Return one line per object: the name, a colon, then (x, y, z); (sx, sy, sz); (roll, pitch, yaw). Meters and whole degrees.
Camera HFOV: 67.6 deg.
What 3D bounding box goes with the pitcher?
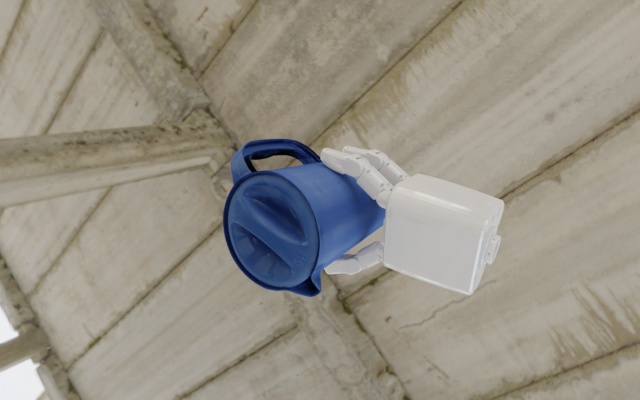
pitcher: (0.000, 0.002, 0.604); (0.145, 0.149, 0.243); (17, 20, 29)
